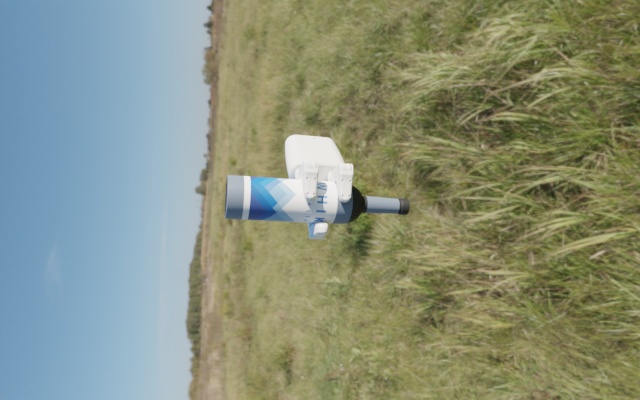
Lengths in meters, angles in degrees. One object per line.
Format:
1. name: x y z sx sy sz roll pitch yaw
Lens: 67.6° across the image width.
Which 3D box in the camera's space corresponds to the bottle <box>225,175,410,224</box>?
1. bottle: 0.000 0.003 0.757 0.296 0.069 0.069 3 -1 -14
